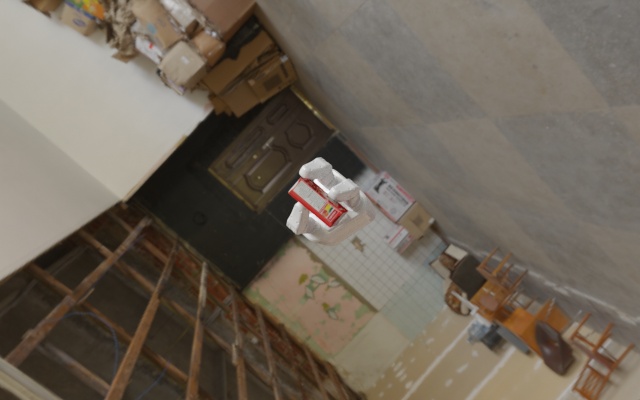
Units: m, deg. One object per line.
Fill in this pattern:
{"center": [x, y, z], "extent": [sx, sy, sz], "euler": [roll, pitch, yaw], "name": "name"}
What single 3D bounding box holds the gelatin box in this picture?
{"center": [0.000, 0.003, 0.662], "extent": [0.073, 0.030, 0.089], "euler": [40, 6, 7], "name": "gelatin box"}
